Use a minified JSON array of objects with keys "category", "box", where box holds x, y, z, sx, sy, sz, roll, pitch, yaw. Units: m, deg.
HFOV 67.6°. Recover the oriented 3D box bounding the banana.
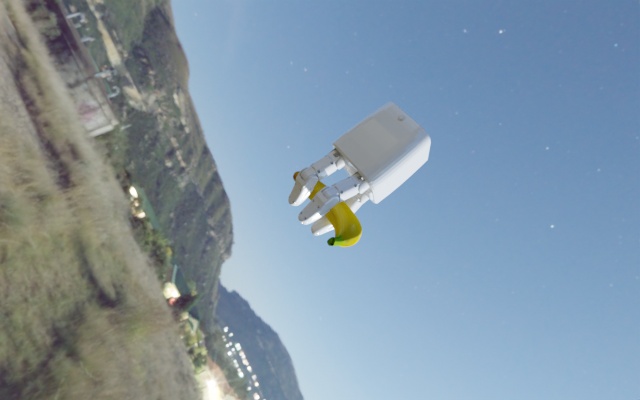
[{"category":"banana","box":[0.015,0.012,0.687,0.070,0.037,0.197,32,14,-31]}]
